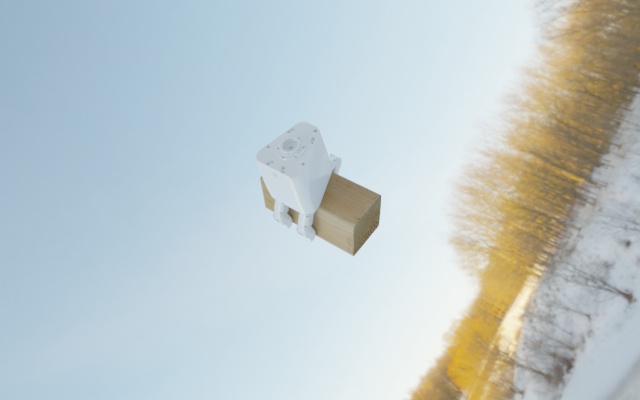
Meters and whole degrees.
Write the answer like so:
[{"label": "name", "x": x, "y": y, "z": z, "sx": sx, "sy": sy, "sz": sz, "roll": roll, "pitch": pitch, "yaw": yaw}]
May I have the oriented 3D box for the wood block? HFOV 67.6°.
[{"label": "wood block", "x": 0.000, "y": 0.002, "z": 0.882, "sx": 0.206, "sy": 0.090, "sz": 0.090, "roll": 28, "pitch": 56, "yaw": 25}]
